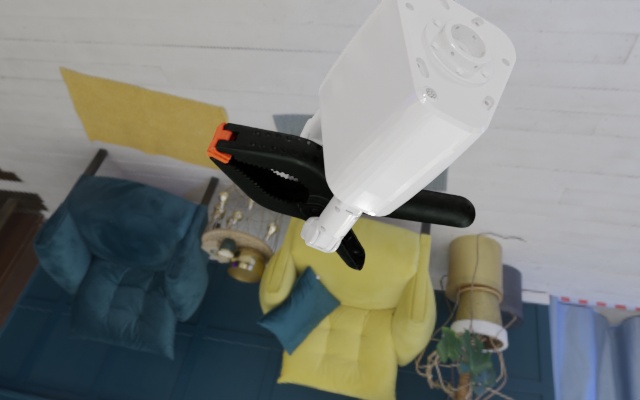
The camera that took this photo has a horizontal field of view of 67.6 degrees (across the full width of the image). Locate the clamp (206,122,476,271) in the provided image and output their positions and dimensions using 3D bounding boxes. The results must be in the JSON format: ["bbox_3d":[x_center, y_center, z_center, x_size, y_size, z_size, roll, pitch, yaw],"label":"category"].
[{"bbox_3d":[0.000,0.002,0.414,0.210,0.036,0.165,24,-33,-14],"label":"clamp"}]
